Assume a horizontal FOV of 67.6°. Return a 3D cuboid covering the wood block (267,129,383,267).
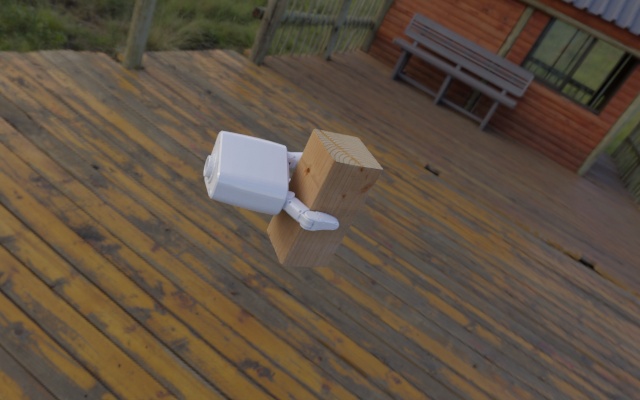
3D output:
[{"bbox_3d":[0.000,0.003,0.764,0.090,0.206,0.090,7,36,-32],"label":"wood block"}]
